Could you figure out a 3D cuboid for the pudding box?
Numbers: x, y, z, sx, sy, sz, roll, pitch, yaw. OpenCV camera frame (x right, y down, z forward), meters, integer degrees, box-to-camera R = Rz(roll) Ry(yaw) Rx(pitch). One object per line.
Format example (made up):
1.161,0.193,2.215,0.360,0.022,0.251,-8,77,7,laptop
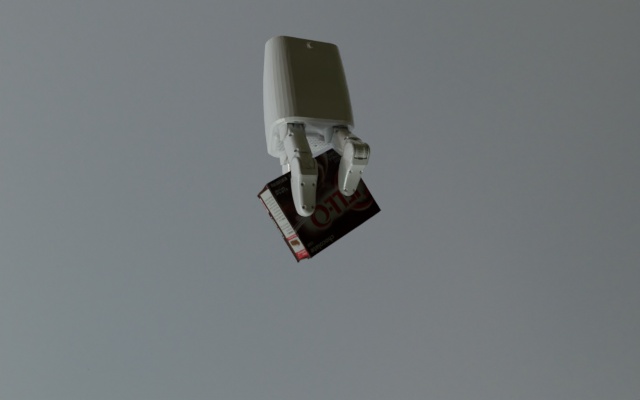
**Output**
0.000,0.002,0.526,0.113,0.090,0.039,-31,-1,-30,pudding box
